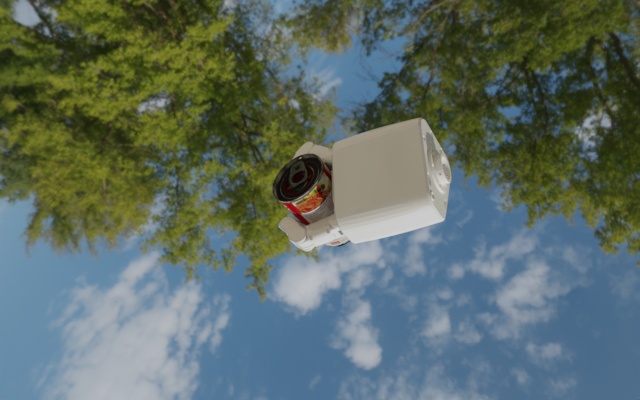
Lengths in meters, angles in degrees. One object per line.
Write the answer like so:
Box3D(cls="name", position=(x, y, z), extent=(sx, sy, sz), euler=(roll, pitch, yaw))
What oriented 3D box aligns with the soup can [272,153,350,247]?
Box3D(cls="soup can", position=(0.000, 0.002, 0.567), extent=(0.068, 0.068, 0.102), euler=(0, -34, 40))
